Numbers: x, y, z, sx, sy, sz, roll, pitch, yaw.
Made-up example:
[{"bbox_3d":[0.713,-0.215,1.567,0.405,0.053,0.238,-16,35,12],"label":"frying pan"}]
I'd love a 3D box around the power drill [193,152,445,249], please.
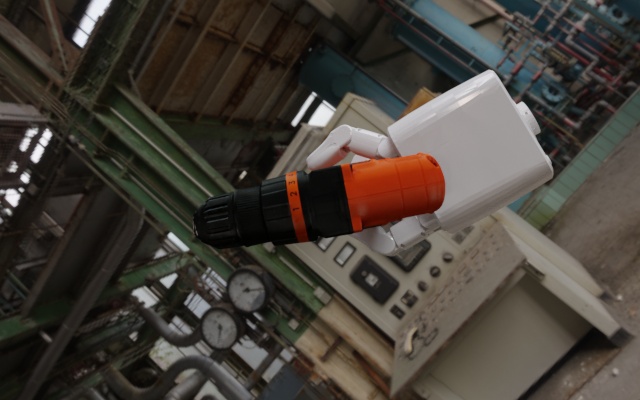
[{"bbox_3d":[0.000,0.001,0.416,0.184,0.057,0.187,-9,3,2],"label":"power drill"}]
